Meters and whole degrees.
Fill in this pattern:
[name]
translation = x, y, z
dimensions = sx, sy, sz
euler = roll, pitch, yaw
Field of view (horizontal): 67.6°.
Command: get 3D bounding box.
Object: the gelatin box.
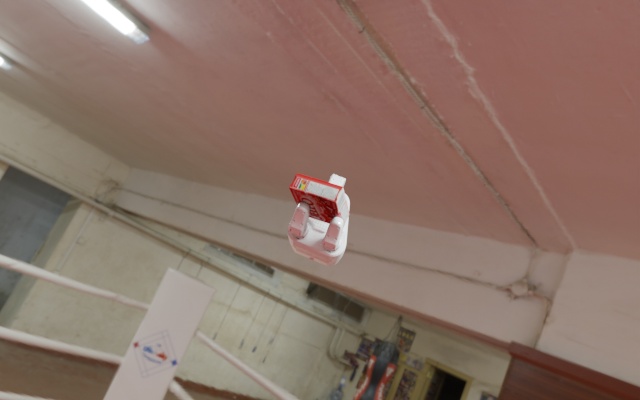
[gelatin box]
translation = 0.000, 0.002, 0.699
dimensions = 0.073, 0.030, 0.089
euler = 18, -23, 18
